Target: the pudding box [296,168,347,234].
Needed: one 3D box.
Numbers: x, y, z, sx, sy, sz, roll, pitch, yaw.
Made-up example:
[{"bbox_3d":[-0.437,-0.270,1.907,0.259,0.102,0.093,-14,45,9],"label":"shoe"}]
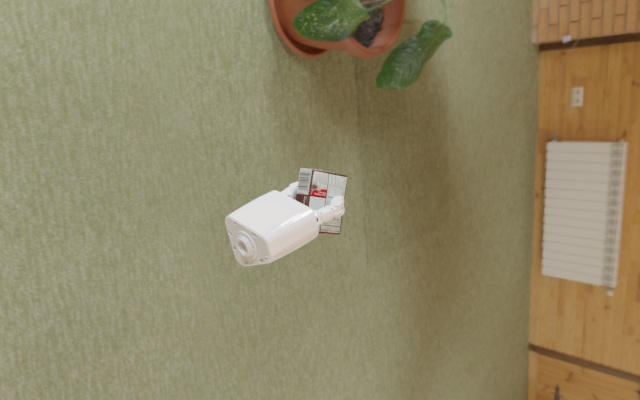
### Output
[{"bbox_3d":[0.000,0.003,0.855,0.090,0.113,0.039,8,1,-44],"label":"pudding box"}]
